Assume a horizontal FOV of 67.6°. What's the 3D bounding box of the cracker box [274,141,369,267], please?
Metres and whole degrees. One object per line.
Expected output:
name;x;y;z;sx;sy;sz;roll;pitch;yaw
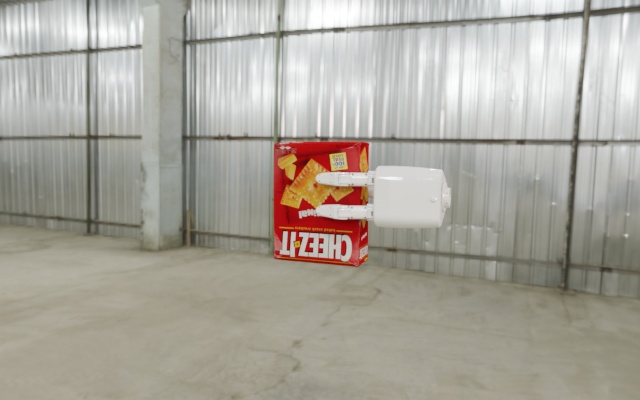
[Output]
cracker box;0.000;0.003;0.852;0.164;0.214;0.072;2;5;21
